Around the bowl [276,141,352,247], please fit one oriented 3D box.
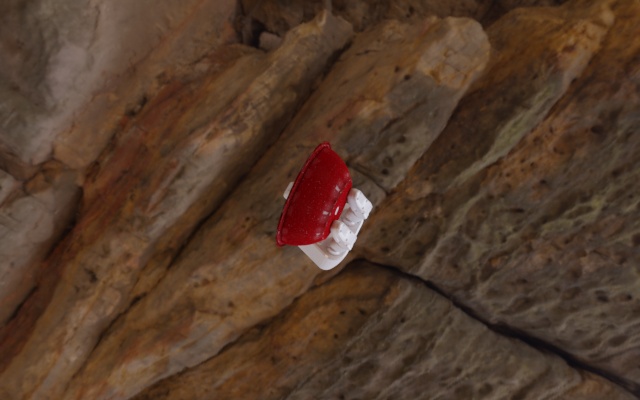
[{"bbox_3d":[0.000,0.002,0.659,0.055,0.162,0.162,25,5,11],"label":"bowl"}]
